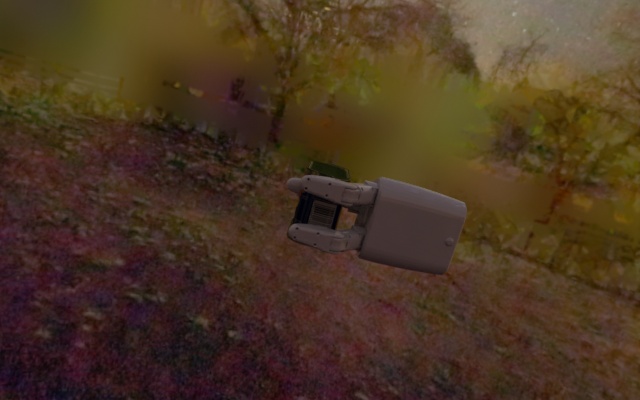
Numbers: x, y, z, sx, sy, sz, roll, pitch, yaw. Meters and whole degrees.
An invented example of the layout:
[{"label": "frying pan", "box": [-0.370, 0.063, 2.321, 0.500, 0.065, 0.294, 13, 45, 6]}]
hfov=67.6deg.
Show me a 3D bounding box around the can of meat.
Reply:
[{"label": "can of meat", "box": [0.000, 0.002, 0.570, 0.057, 0.084, 0.102, 15, 12, -2]}]
